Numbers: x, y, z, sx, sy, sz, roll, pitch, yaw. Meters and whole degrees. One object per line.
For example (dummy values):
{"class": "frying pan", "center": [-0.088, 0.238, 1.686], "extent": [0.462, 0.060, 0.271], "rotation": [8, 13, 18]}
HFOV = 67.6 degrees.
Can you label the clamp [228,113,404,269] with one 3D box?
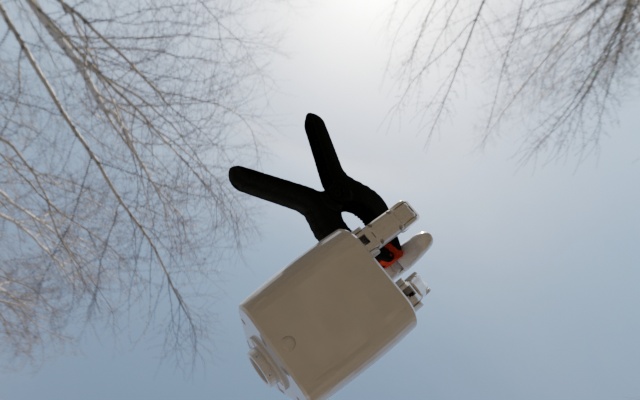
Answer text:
{"class": "clamp", "center": [0.000, 0.002, 0.446], "extent": [0.120, 0.171, 0.039], "rotation": [-33, -15, -25]}
